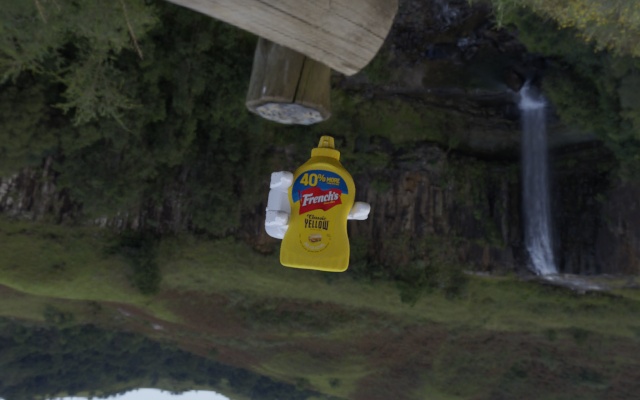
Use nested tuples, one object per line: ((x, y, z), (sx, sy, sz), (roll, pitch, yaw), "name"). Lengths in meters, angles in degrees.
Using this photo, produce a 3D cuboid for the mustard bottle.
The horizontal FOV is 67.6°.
((0.000, 0.002, 0.683), (0.096, 0.191, 0.058), (5, -8, 6), "mustard bottle")
